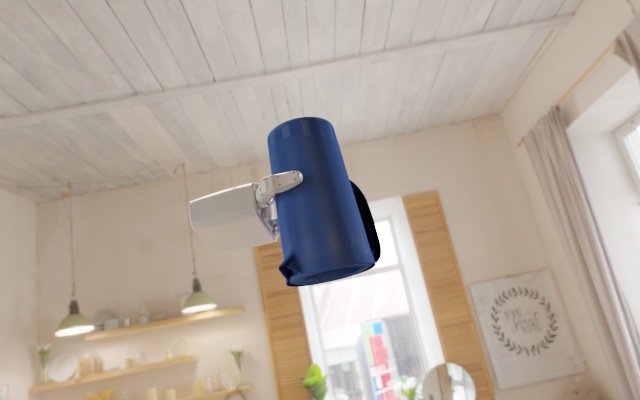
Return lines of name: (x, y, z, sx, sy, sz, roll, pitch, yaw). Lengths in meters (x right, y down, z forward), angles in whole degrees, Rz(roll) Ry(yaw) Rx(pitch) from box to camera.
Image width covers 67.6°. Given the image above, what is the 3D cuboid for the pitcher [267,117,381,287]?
pitcher: (0.000, 0.002, 0.728, 0.145, 0.242, 0.149, -14, -17, 6)
